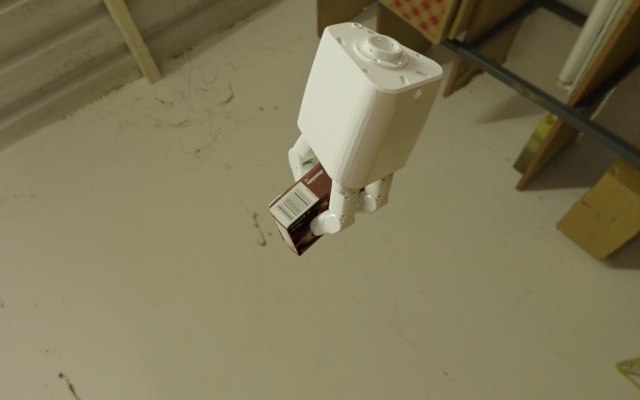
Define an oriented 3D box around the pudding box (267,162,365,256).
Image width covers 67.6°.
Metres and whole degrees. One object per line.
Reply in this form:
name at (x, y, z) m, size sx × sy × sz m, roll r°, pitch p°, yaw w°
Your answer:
pudding box at (0.000, 0.002, 0.541) m, size 0.113 × 0.039 × 0.090 m, roll -39°, pitch -24°, yaw -11°
